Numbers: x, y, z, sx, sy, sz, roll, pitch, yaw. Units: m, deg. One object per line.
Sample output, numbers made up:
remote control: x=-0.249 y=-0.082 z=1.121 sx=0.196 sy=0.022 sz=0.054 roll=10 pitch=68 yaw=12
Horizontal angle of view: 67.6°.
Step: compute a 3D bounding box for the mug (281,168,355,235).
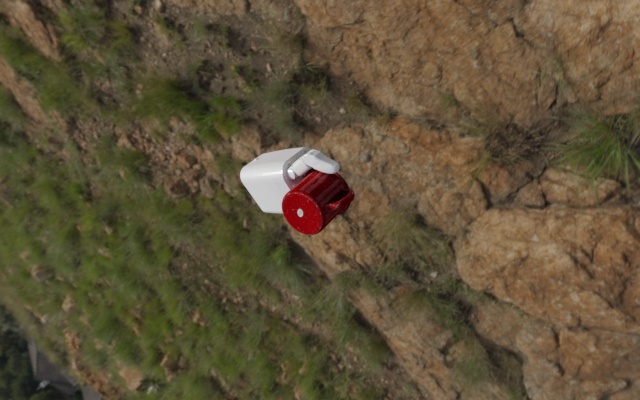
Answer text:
mug: x=0.001 y=0.003 z=0.767 sx=0.117 sy=0.093 sz=0.081 roll=-2 pitch=27 yaw=36
